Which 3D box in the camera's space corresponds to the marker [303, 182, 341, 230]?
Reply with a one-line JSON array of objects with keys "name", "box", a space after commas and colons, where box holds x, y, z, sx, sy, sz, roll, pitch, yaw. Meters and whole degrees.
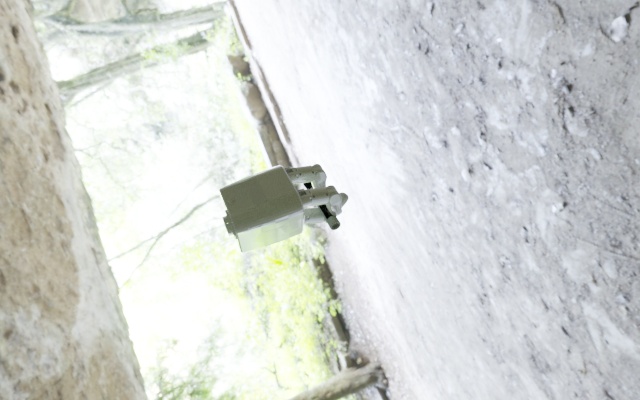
[{"name": "marker", "box": [0.000, 0.003, 0.800, 0.020, 0.020, 0.121, 0, 40, -31]}]
